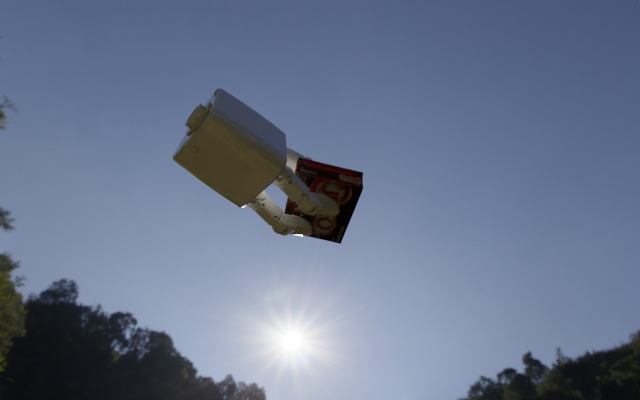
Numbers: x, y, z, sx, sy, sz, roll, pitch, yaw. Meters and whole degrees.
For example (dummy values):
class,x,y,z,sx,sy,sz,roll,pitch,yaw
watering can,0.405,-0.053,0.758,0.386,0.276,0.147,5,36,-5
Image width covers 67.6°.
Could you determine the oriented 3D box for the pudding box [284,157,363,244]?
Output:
class,x,y,z,sx,sy,sz,roll,pitch,yaw
pudding box,0.000,0.002,0.645,0.090,0.039,0.114,13,-46,-5
